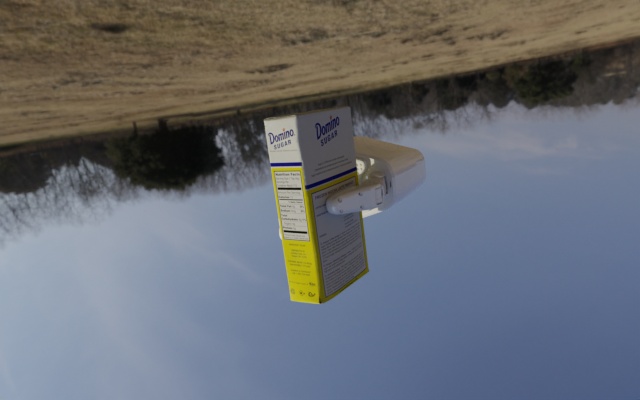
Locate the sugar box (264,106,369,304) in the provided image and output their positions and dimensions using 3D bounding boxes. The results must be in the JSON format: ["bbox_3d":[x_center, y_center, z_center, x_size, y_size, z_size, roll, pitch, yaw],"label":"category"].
[{"bbox_3d":[0.000,0.002,0.466,0.048,0.176,0.093,-2,12,35],"label":"sugar box"}]
